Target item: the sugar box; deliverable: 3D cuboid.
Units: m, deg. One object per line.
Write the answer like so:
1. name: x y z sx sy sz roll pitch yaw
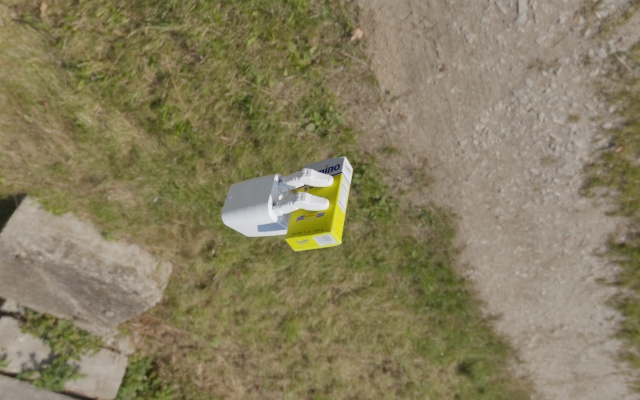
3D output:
1. sugar box: 0.000 0.003 0.862 0.093 0.176 0.048 -10 -40 25
